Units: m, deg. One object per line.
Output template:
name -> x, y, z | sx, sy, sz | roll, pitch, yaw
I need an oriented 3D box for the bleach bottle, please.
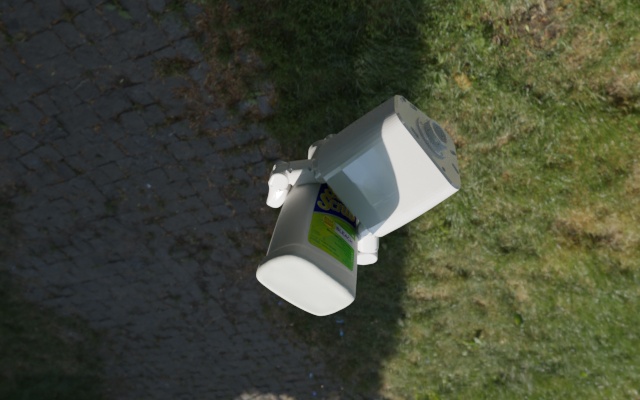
bleach bottle -> 0.000, 0.002, 0.557 | 0.102, 0.250, 0.068 | 38, -53, -26
